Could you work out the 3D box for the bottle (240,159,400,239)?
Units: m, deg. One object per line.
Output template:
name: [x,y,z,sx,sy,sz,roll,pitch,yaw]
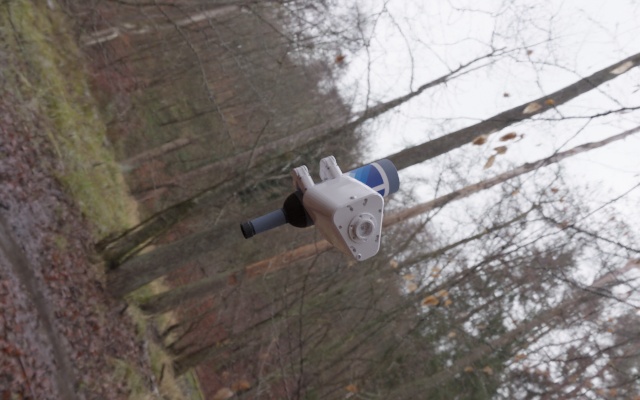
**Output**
bottle: [0.000,0.003,0.848,0.295,0.069,0.069,-21,7,-19]
